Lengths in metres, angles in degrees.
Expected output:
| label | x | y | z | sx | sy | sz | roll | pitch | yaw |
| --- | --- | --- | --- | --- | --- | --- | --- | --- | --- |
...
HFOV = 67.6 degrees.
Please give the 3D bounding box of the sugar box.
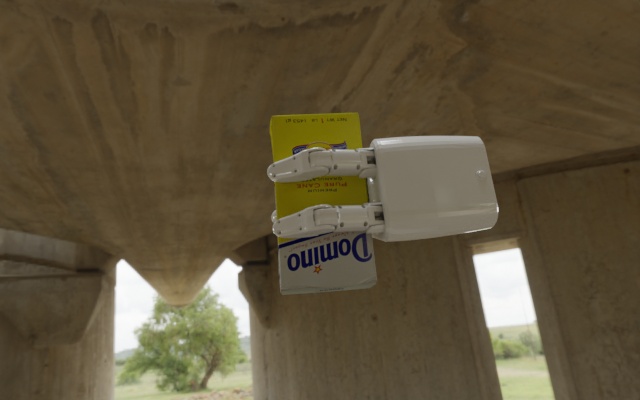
| label | x | y | z | sx | sy | sz | roll | pitch | yaw |
| --- | --- | --- | --- | --- | --- | --- | --- | --- | --- |
| sugar box | 0.000 | 0.001 | 0.478 | 0.093 | 0.176 | 0.048 | -4 | -17 | -6 |
